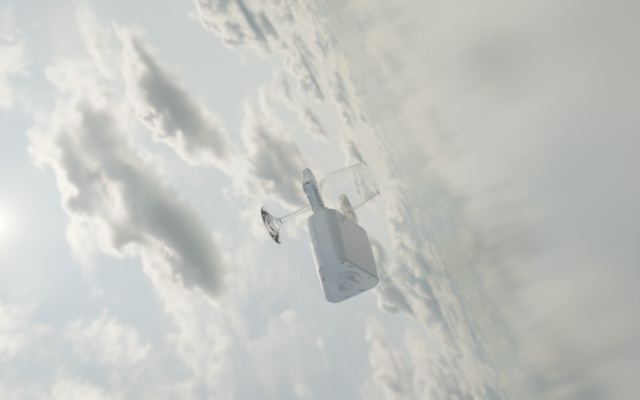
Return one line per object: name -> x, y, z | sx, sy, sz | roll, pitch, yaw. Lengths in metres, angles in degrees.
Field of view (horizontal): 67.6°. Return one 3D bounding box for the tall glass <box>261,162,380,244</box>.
tall glass -> -0.001, 0.003, 0.836 | 0.201, 0.079, 0.079 | -26, -5, 11
